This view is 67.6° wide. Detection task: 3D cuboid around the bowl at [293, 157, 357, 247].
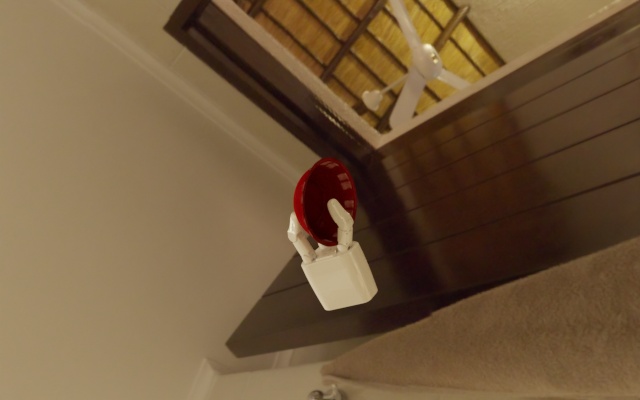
[{"bbox_3d":[0.000,0.002,0.877,0.055,0.162,0.162,-1,0,39],"label":"bowl"}]
